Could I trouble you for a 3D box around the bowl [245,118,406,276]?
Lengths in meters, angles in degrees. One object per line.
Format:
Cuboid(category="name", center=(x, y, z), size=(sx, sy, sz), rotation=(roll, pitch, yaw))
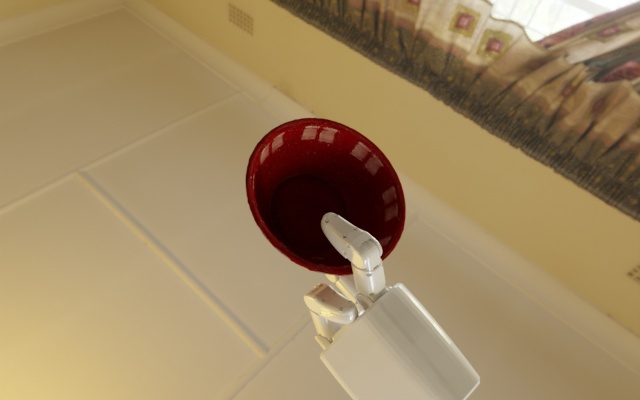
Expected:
Cuboid(category="bowl", center=(-0.001, 0.001, 0.467), size=(0.162, 0.162, 0.055), rotation=(0, -23, -24))
